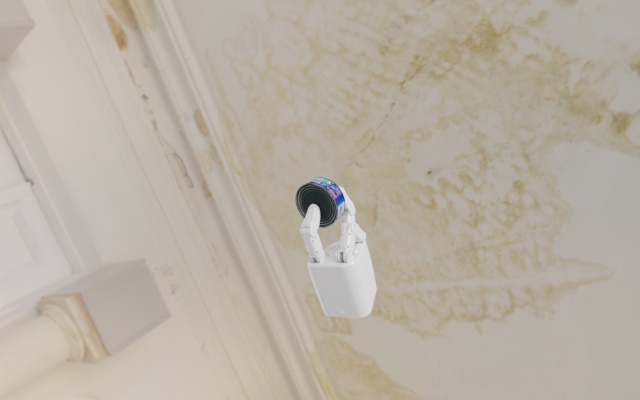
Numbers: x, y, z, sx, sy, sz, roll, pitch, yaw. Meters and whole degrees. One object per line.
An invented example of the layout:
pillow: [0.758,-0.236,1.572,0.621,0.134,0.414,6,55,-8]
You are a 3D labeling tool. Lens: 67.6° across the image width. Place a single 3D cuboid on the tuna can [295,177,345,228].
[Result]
tuna can: [0.000,0.002,0.838,0.086,0.086,0.033,0,26,35]
